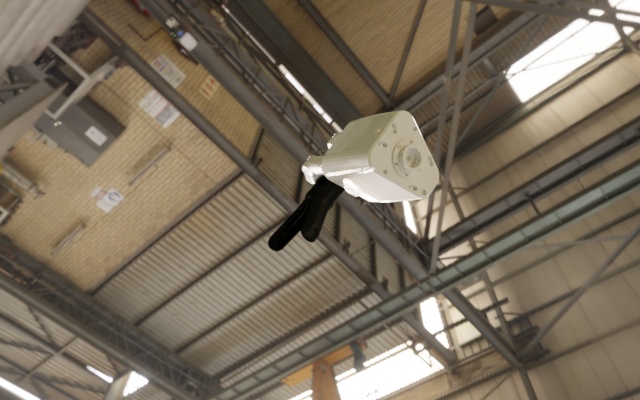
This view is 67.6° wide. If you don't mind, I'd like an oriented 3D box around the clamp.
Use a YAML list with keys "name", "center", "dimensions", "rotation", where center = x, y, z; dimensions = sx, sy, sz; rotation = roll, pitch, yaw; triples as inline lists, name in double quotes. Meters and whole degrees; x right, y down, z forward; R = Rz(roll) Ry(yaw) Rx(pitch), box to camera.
- name: "clamp"
  center: [0.001, 0.002, 0.667]
  dimensions: [0.039, 0.171, 0.120]
  rotation: [44, -20, -21]
